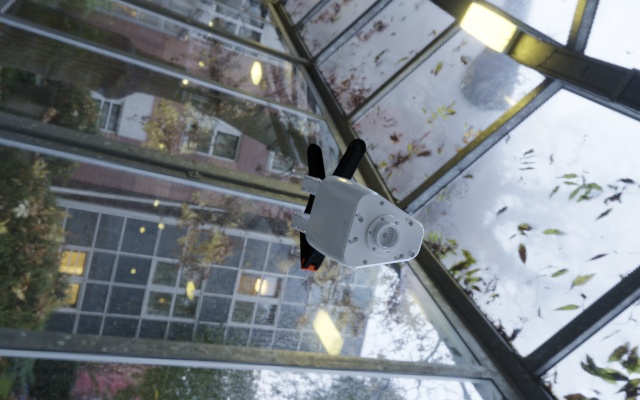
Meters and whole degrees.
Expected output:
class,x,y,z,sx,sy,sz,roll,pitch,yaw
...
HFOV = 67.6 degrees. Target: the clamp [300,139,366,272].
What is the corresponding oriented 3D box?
class,x,y,z,sx,sy,sz,roll,pitch,yaw
clamp,0.001,0.003,0.741,0.036,0.210,0.164,12,5,-25
